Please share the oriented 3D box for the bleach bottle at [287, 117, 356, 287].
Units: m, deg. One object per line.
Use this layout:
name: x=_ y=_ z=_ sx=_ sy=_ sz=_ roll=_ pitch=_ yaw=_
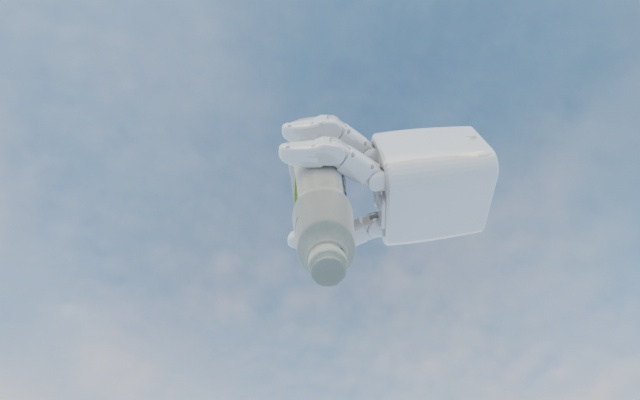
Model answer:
bleach bottle: x=0.000 y=0.001 z=0.484 sx=0.068 sy=0.103 sz=0.250 roll=-6 pitch=30 yaw=0
